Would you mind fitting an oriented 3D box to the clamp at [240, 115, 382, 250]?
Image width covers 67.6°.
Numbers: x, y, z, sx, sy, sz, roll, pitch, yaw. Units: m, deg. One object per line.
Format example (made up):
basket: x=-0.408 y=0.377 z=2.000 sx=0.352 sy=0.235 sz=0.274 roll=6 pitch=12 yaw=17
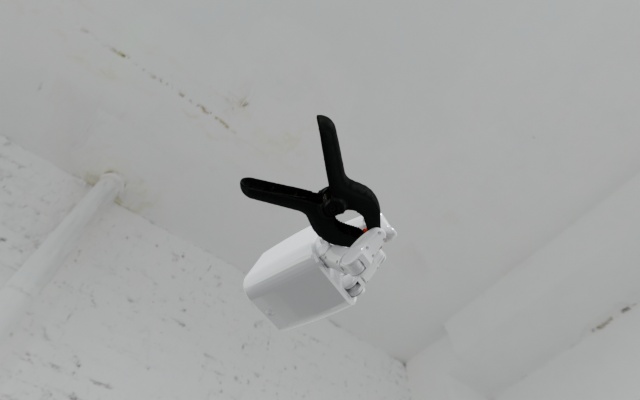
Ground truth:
clamp: x=0.000 y=0.001 z=0.518 sx=0.120 sy=0.171 sz=0.039 roll=-26 pitch=29 yaw=20
